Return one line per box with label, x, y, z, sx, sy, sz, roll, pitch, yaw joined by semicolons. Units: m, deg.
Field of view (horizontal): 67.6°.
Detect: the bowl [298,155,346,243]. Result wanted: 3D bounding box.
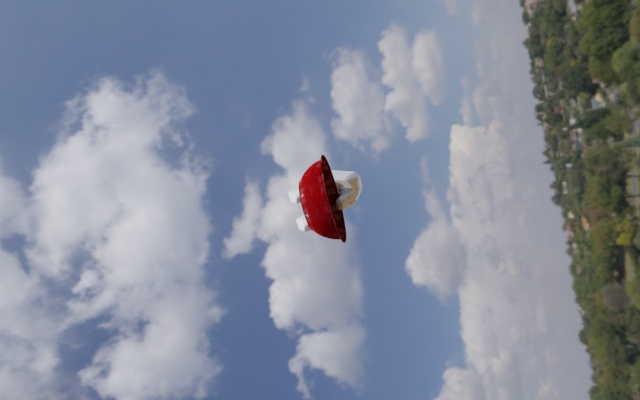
bowl;-0.001;0.003;0.853;0.055;0.162;0.162;-14;-2;8
